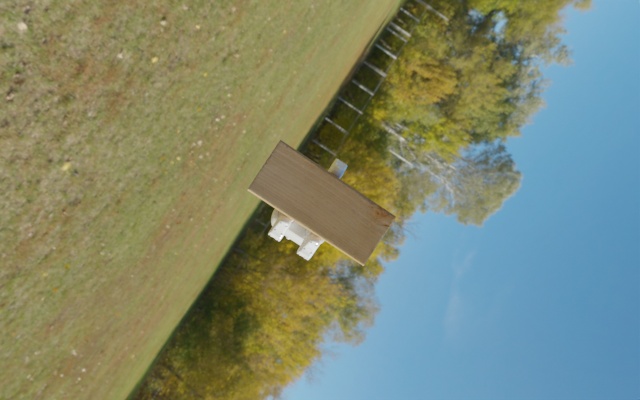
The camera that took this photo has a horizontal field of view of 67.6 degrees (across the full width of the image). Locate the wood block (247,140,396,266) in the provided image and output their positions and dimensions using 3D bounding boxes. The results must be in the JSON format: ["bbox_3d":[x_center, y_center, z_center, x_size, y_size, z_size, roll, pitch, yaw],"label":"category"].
[{"bbox_3d":[0.000,0.002,0.743,0.206,0.091,0.090,33,0,-4],"label":"wood block"}]
